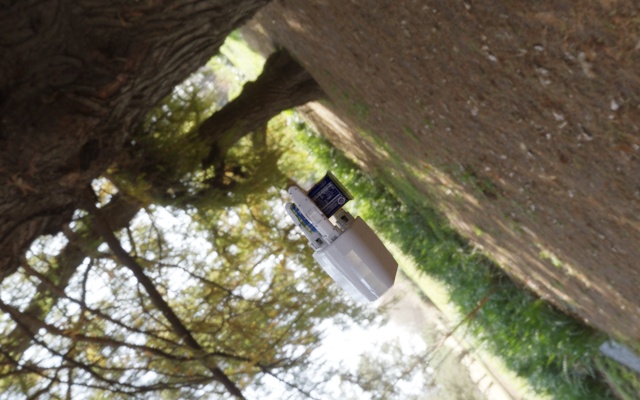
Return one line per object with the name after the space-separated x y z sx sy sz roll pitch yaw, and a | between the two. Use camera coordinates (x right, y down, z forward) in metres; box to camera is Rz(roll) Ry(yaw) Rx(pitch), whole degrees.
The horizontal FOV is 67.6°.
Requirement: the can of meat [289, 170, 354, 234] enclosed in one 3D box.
0.000 0.003 0.738 0.084 0.057 0.102 -42 3 1 | can of meat
